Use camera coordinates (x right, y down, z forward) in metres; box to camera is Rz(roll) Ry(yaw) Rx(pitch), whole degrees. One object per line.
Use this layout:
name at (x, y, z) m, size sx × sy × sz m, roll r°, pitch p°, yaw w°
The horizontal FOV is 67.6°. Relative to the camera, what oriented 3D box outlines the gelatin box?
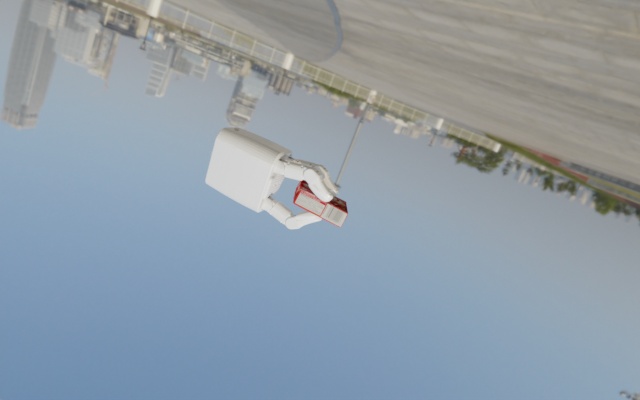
gelatin box at (0.000, 0.003, 0.780) m, size 0.089 × 0.030 × 0.073 m, roll 28°, pitch 13°, yaw -6°
